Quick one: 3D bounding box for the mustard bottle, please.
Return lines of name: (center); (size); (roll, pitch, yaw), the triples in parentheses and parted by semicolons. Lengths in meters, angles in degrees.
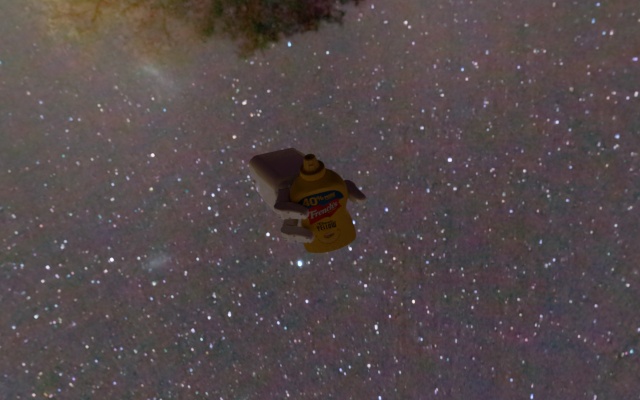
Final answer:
mustard bottle: (0.000, 0.003, 0.802); (0.096, 0.192, 0.058); (-14, 40, 0)
